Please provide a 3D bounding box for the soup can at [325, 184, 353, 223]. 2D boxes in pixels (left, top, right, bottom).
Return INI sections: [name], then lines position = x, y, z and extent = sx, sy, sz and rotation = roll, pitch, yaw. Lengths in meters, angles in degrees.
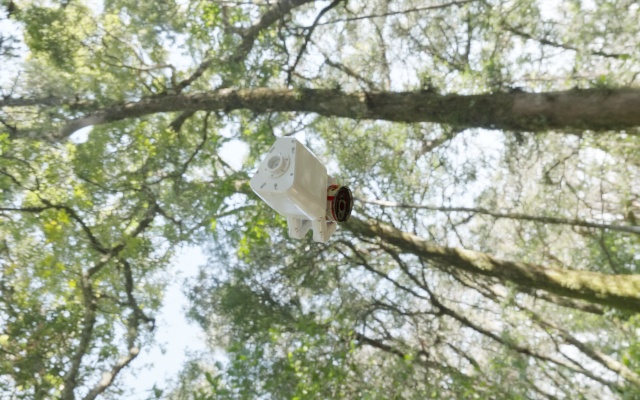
[soup can]
position = 0.000, 0.003, 0.885
extent = 0.102, 0.068, 0.068
rotation = 5, 3, 32
